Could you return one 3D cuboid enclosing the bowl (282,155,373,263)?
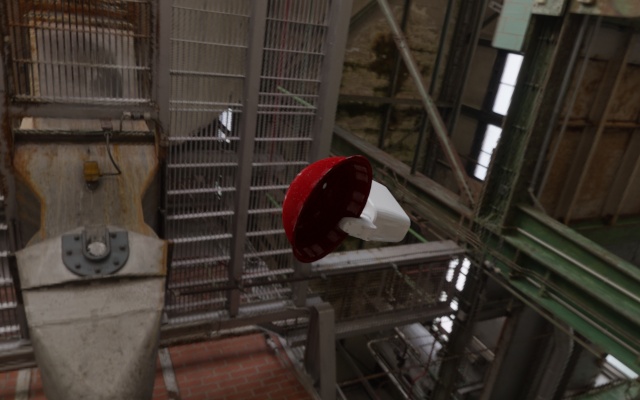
[{"bbox_3d":[-0.001,0.002,0.641,0.055,0.162,0.162,33,17,28],"label":"bowl"}]
